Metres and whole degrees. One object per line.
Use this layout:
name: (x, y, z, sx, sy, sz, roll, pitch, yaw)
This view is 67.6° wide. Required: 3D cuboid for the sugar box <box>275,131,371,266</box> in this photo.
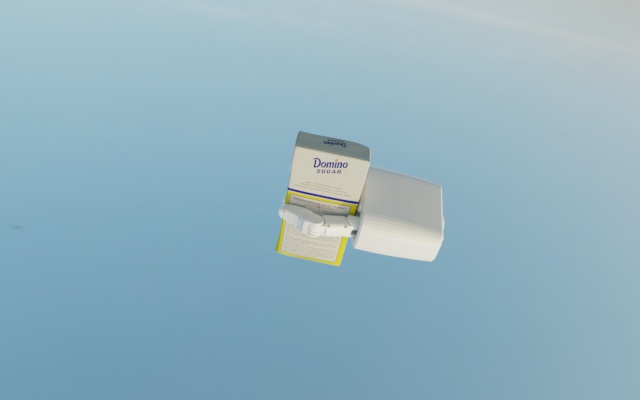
sugar box: (0.000, 0.002, 0.621, 0.093, 0.176, 0.048, 12, 35, -3)
